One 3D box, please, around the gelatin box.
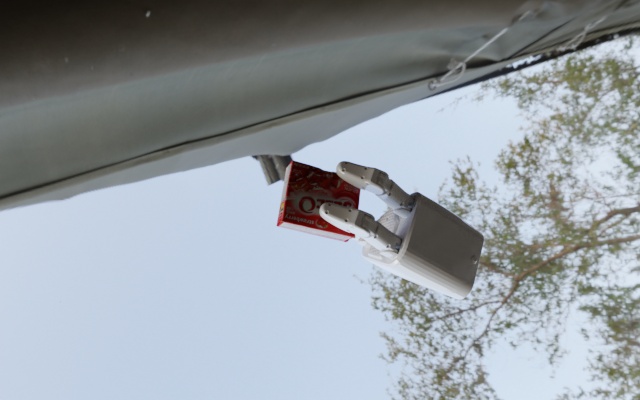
[{"bbox_3d":[0.000,0.002,0.544,0.089,0.073,0.030,14,-19,-16],"label":"gelatin box"}]
